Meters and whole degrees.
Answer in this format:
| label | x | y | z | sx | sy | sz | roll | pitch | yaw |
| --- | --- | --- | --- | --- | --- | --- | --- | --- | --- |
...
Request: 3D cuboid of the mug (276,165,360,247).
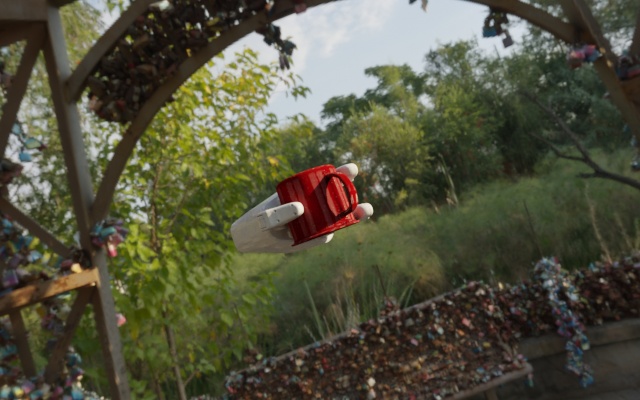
| label | x | y | z | sx | sy | sz | roll | pitch | yaw |
| --- | --- | --- | --- | --- | --- | --- | --- | --- | --- |
| mug | 0.001 | 0.001 | 0.602 | 0.093 | 0.081 | 0.117 | -16 | -6 | -41 |
